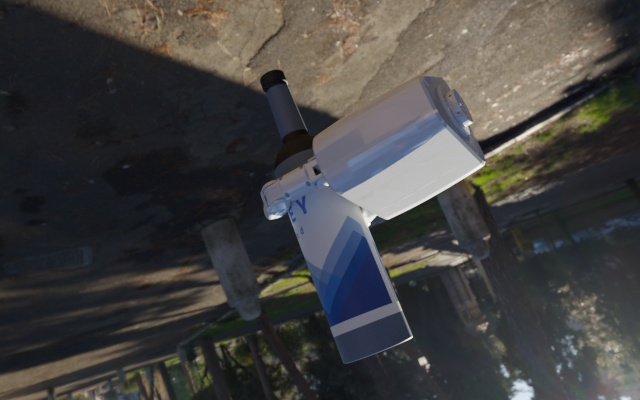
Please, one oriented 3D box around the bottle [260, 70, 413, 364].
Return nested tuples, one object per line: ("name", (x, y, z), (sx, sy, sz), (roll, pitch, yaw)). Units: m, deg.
("bottle", (0.000, 0.002, 0.465), (0.069, 0.295, 0.069), (-20, -16, -6))
